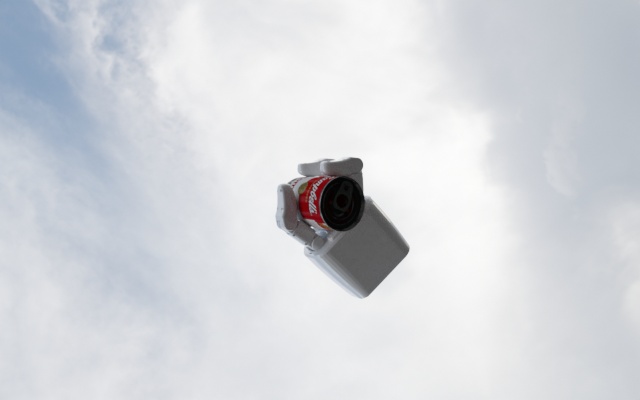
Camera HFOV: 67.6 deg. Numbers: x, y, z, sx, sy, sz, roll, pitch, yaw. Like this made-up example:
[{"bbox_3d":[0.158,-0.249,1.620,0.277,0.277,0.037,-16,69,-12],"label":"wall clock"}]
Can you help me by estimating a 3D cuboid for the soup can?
[{"bbox_3d":[0.000,0.002,0.621,0.068,0.068,0.102,0,3,-33],"label":"soup can"}]
